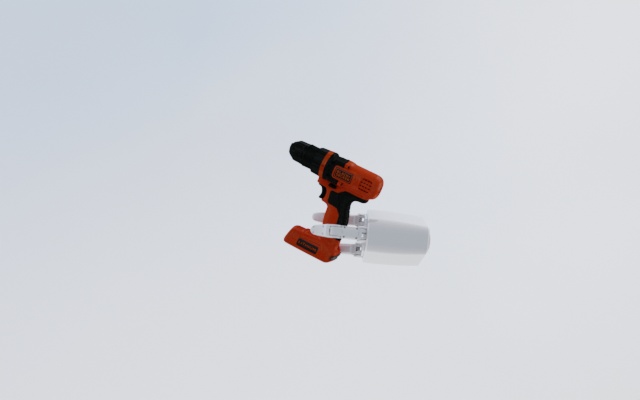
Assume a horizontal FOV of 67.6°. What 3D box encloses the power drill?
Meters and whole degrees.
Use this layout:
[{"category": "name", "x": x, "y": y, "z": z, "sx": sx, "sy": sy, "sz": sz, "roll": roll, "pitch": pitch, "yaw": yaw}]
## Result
[{"category": "power drill", "x": 0.000, "y": 0.003, "z": 0.862, "sx": 0.184, "sy": 0.188, "sz": 0.057, "roll": 27, "pitch": 18, "yaw": 17}]
